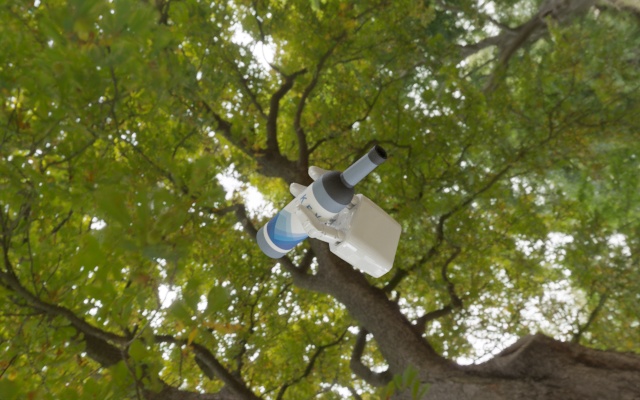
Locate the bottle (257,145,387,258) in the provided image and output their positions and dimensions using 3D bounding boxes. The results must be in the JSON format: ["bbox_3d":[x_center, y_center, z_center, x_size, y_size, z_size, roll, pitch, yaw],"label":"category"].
[{"bbox_3d":[0.000,0.003,0.813,0.069,0.069,0.296,0,-31,-48],"label":"bottle"}]
